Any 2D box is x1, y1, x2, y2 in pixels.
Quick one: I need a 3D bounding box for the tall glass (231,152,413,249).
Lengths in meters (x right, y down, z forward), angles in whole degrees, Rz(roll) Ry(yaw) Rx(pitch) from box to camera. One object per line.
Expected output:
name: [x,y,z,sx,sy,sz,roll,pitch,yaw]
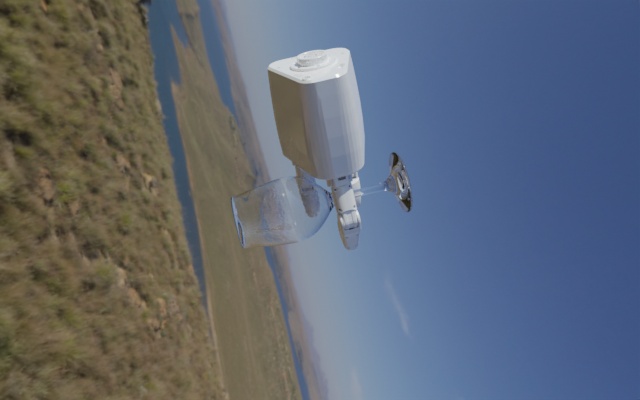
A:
tall glass: [0.001,0.002,0.561,0.201,0.079,0.079,-14,1,-5]
